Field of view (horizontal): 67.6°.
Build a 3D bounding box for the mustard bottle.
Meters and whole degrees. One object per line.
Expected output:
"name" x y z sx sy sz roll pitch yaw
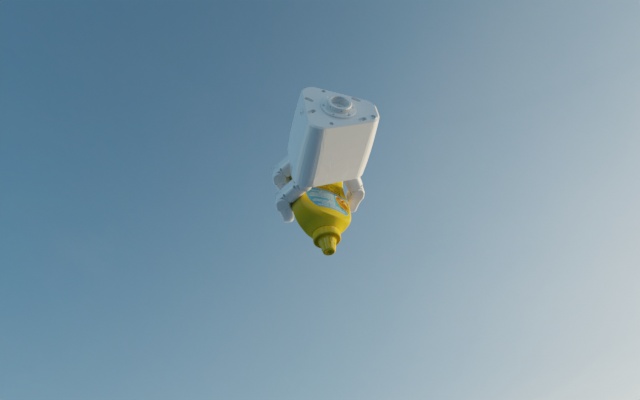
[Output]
"mustard bottle" 0.000 0.002 0.738 0.096 0.191 0.058 21 -51 -31
